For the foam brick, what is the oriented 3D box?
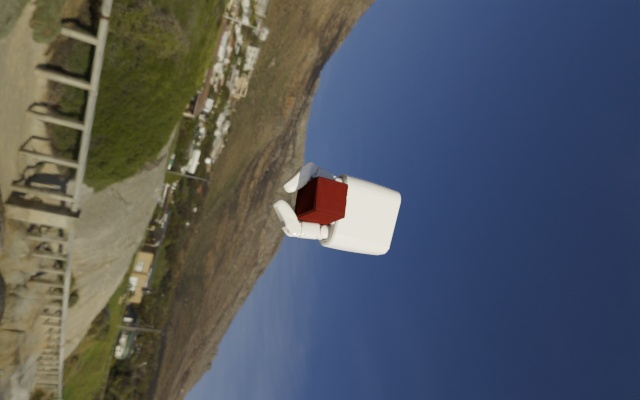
[{"bbox_3d":[0.000,0.002,0.710,0.051,0.053,0.078,14,-17,-22],"label":"foam brick"}]
